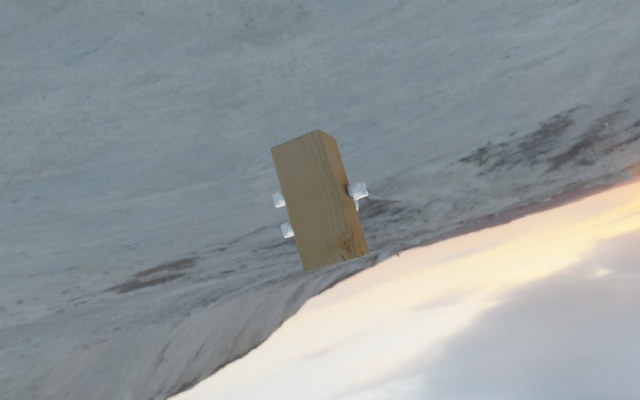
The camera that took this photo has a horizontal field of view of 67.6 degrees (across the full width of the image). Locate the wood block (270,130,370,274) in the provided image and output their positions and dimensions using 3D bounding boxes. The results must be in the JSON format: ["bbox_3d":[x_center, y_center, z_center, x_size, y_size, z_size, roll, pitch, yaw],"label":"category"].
[{"bbox_3d":[0.001,0.003,0.773,0.091,0.206,0.090,-19,-8,18],"label":"wood block"}]
